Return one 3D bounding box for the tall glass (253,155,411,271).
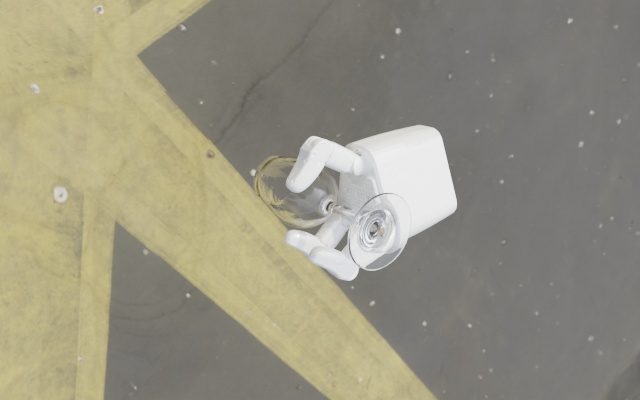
[{"bbox_3d":[0.000,0.002,0.508,0.079,0.079,0.201,0,16,-36],"label":"tall glass"}]
